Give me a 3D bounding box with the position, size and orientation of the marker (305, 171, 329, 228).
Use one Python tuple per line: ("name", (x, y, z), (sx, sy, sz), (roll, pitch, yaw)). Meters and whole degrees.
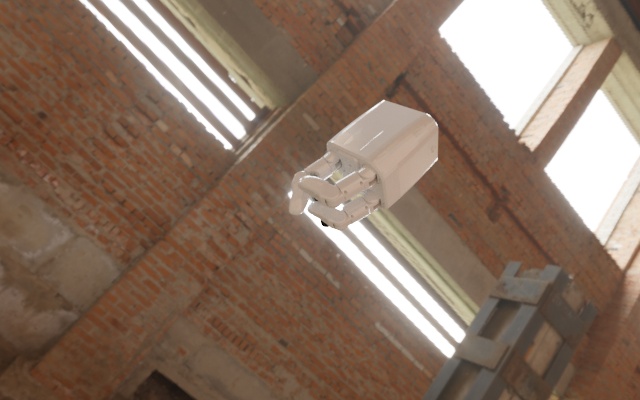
("marker", (0.000, 0.002, 0.652), (0.020, 0.020, 0.121), (0, -33, 12))
